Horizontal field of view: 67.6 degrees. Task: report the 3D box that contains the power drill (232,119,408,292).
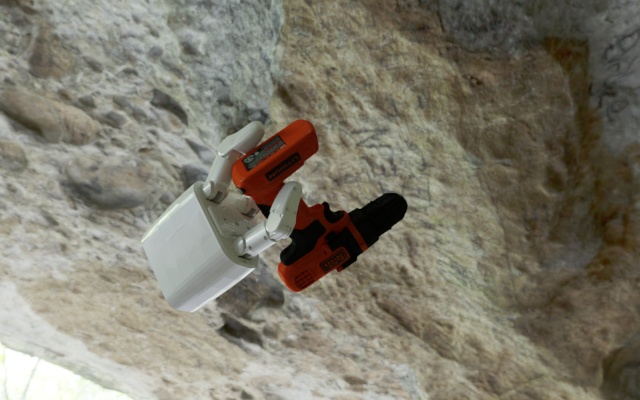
[{"bbox_3d":[0.000,0.002,0.560,0.184,0.188,0.057,-35,31,-5],"label":"power drill"}]
